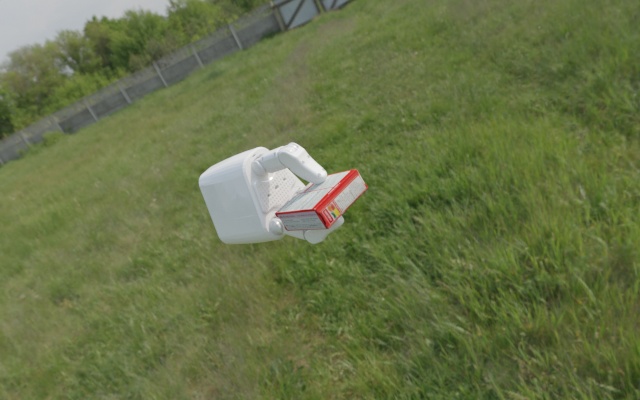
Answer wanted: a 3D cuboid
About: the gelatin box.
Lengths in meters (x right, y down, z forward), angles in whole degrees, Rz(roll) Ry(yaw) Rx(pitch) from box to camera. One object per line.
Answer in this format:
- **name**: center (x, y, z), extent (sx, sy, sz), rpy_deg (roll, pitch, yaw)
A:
- **gelatin box**: center (0.000, 0.001, 0.543), extent (0.073, 0.030, 0.089), rpy_deg (-44, 19, -29)
